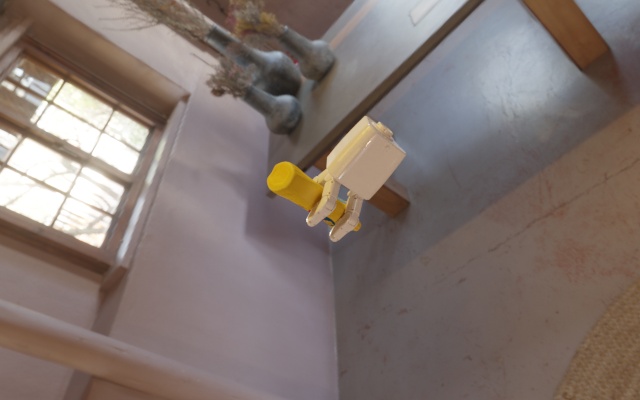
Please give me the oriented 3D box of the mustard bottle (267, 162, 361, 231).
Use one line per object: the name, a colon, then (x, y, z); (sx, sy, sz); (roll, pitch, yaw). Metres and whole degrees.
mustard bottle: (0.000, 0.003, 0.856); (0.192, 0.058, 0.096); (33, -6, -27)
